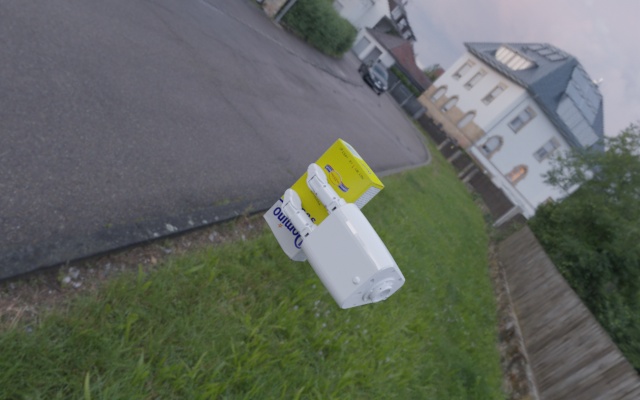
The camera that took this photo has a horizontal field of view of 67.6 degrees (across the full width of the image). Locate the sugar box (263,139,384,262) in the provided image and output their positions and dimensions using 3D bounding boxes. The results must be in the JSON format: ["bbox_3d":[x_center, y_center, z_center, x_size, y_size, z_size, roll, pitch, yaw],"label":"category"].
[{"bbox_3d":[0.000,0.002,0.718,0.176,0.093,0.048,-44,-29,16],"label":"sugar box"}]
